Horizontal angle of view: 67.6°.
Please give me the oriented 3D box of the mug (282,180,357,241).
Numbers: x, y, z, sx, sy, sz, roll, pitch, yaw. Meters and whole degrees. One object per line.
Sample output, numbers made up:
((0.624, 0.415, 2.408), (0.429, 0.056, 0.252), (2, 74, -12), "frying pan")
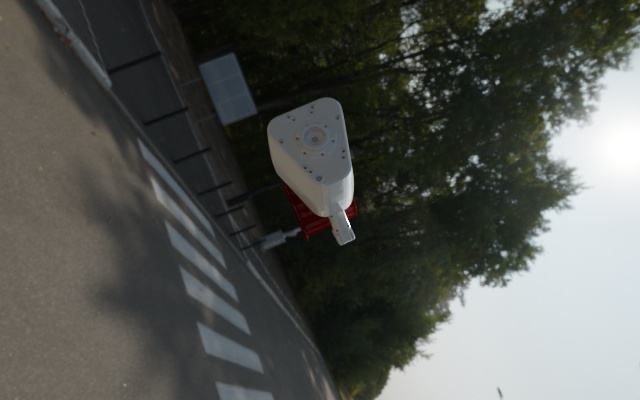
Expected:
((0.000, 0.003, 0.690), (0.081, 0.093, 0.117), (-23, -17, -5), "mug")
